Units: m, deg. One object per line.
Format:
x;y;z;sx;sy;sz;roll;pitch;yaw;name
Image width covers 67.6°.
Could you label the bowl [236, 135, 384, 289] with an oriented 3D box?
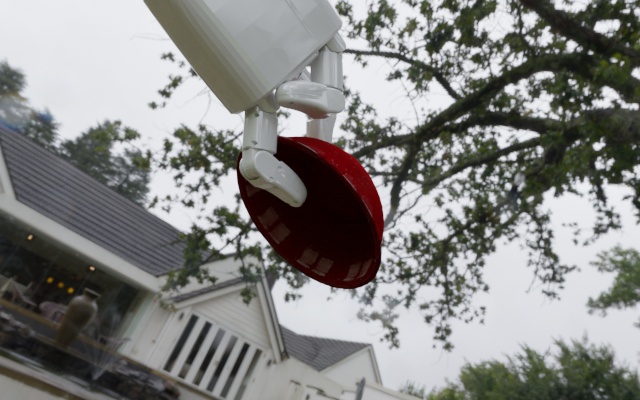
0.001;0.002;0.434;0.162;0.162;0.055;0;32;47;bowl
